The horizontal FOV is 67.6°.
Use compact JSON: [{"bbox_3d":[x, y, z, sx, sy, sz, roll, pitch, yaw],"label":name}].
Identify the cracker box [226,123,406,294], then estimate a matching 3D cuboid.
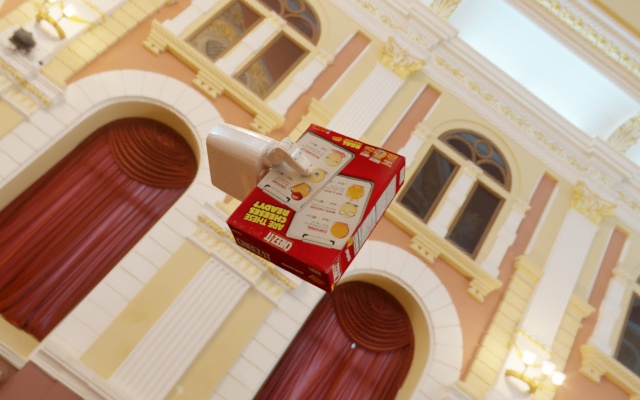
[{"bbox_3d":[0.000,0.002,0.678,0.164,0.213,0.072,24,-30,24],"label":"cracker box"}]
